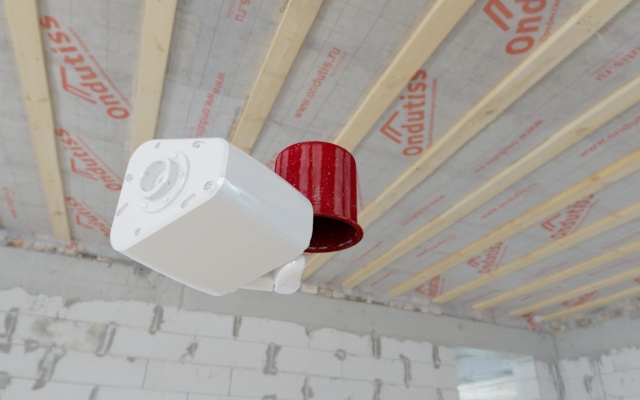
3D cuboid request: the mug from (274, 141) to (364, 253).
[{"bbox_3d":[0.001,0.002,0.471,0.093,0.081,0.117,-13,-30,25],"label":"mug"}]
